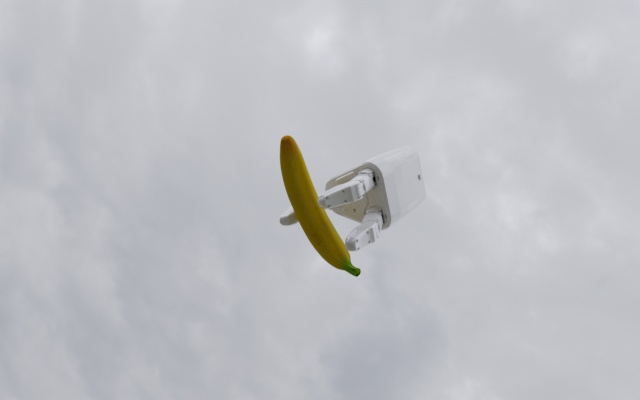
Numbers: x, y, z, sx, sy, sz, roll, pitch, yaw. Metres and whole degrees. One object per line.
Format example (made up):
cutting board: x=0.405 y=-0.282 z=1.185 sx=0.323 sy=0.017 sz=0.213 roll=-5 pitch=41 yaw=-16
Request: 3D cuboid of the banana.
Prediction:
banana: x=-0.007 y=0.011 z=0.620 sx=0.037 sy=0.198 sz=0.070 roll=-26 pitch=-5 yaw=-35
